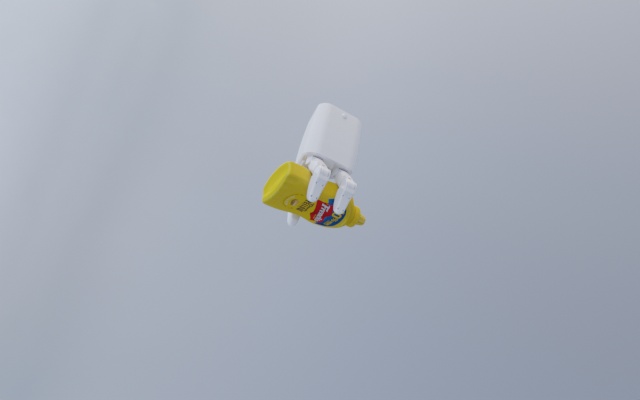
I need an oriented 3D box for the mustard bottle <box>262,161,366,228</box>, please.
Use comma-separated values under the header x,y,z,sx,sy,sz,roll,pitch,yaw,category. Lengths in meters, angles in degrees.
x,y,z,sx,sy,sz,roll,pitch,yaw,category
0.000,0.003,0.844,0.192,0.058,0.096,24,-46,-26,mustard bottle
